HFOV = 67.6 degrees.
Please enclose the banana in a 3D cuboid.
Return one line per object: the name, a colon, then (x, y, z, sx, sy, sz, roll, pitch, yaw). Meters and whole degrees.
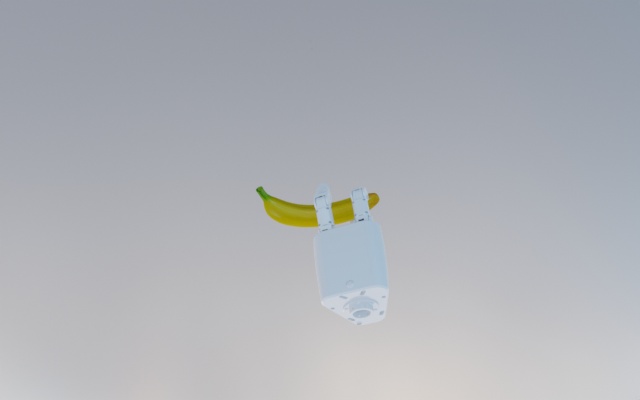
banana: (-0.005, 0.015, 0.774, 0.198, 0.037, 0.070, 2, -42, -5)
